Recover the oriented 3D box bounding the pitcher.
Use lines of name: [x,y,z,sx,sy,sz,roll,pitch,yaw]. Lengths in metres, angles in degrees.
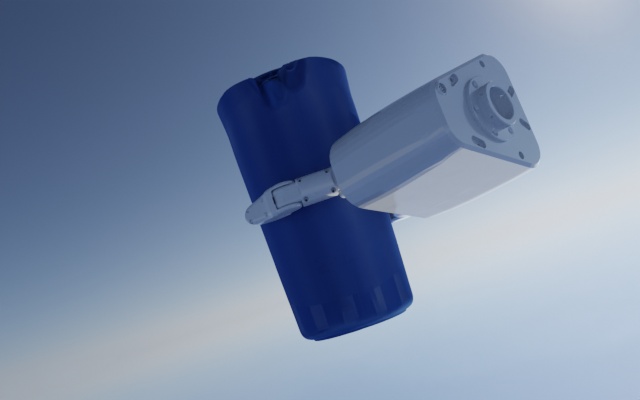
pitcher: [0.000,0.001,0.465,0.149,0.242,0.145,-9,-14,-41]
